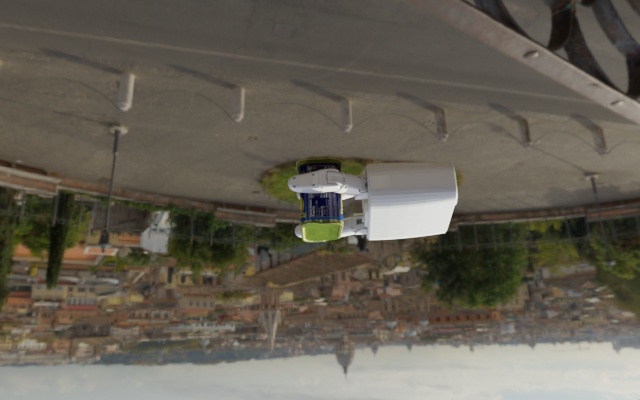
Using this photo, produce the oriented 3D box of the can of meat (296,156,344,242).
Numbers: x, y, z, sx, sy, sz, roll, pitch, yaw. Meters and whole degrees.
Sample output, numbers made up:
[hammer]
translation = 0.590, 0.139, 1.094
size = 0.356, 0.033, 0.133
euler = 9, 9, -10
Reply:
[can of meat]
translation = 0.000, 0.002, 0.609
size = 0.057, 0.084, 0.102
euler = -3, -18, -1
